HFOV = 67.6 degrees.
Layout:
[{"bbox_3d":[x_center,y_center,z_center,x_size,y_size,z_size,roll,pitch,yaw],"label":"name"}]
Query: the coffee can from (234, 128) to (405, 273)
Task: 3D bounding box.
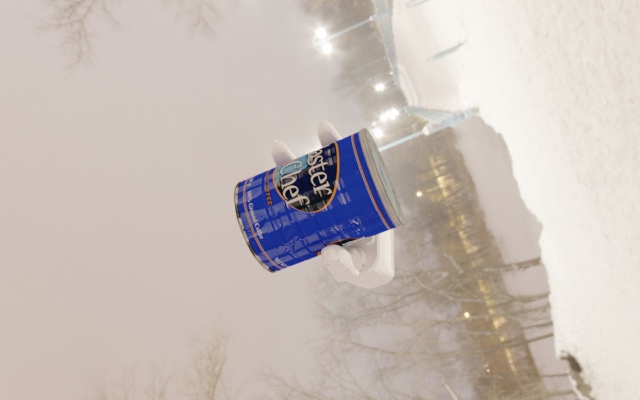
[{"bbox_3d":[0.000,0.002,0.479,0.140,0.103,0.103,-22,-5,13],"label":"coffee can"}]
